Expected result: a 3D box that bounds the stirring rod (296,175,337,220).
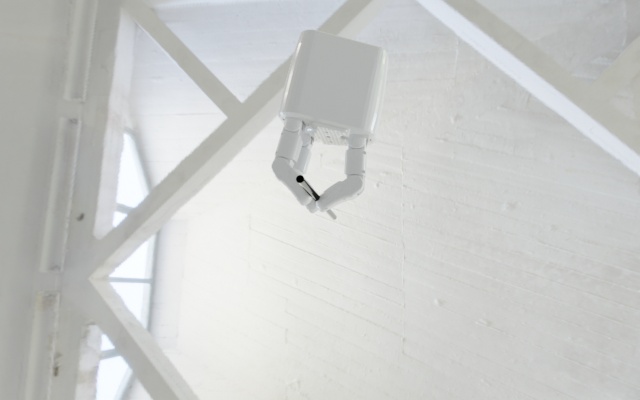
[{"bbox_3d":[0.000,0.002,0.566,0.011,0.011,0.239,0,-11,9],"label":"stirring rod"}]
